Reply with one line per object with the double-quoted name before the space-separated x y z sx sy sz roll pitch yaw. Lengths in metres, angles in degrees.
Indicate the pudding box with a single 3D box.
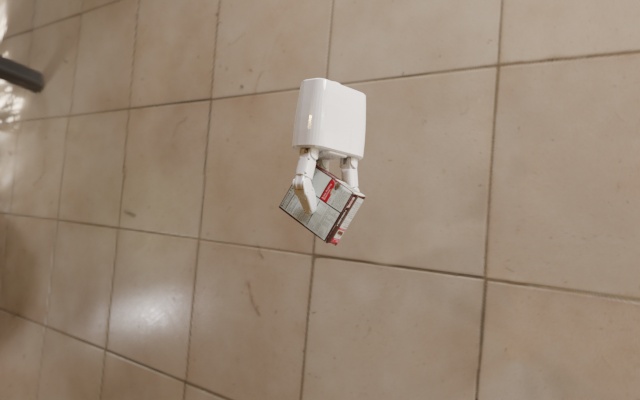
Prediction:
"pudding box" 0.000 0.002 0.741 0.113 0.090 0.039 36 10 35
